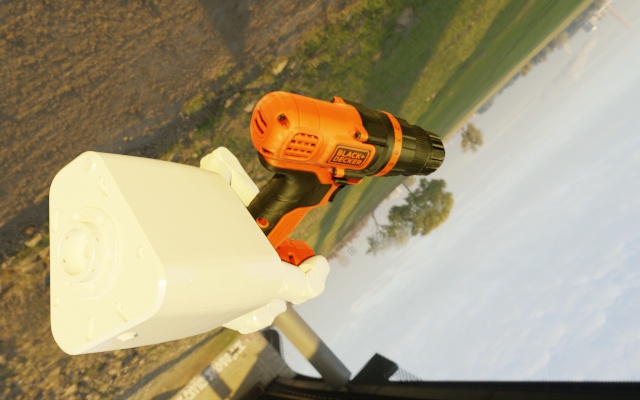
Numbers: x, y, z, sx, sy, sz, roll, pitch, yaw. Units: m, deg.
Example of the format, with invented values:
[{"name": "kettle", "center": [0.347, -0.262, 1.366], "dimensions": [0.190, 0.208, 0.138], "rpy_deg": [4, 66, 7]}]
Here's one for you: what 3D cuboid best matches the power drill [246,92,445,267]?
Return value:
[{"name": "power drill", "center": [0.000, 0.002, 0.407], "dimensions": [0.184, 0.188, 0.057], "rpy_deg": [6, 39, -37]}]
